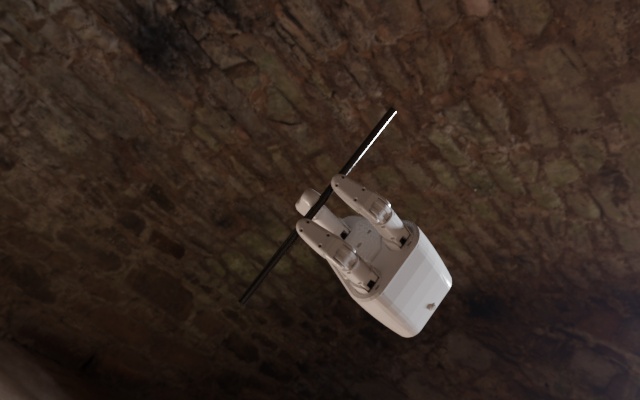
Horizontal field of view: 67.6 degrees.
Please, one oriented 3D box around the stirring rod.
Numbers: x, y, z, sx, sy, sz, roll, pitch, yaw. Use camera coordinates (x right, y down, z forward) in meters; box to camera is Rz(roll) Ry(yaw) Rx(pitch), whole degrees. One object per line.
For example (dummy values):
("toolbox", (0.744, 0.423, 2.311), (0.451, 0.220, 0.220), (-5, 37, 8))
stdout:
("stirring rod", (0.000, 0.002, 0.461), (0.011, 0.239, 0.011), (37, -10, 8))
